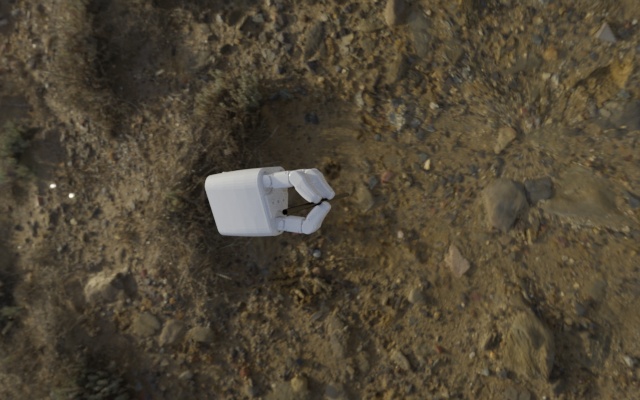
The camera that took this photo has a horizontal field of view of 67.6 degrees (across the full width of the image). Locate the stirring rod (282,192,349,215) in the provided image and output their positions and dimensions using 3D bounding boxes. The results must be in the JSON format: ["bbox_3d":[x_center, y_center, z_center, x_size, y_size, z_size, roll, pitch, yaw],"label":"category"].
[{"bbox_3d":[0.000,0.002,0.741,0.011,0.011,0.239,0,6,23],"label":"stirring rod"}]
